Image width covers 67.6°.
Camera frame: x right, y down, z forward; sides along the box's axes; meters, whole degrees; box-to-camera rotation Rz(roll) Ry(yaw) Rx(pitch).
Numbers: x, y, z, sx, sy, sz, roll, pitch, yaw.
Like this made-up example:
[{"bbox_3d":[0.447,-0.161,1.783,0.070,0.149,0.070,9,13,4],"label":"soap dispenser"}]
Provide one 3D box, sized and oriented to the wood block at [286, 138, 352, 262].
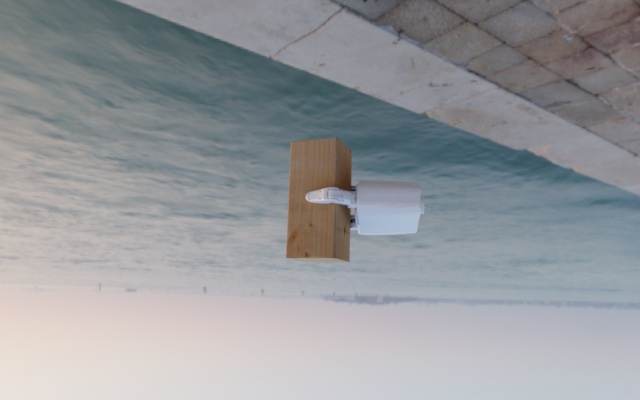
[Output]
[{"bbox_3d":[0.000,0.003,0.847,0.090,0.206,0.091,-2,-12,20],"label":"wood block"}]
